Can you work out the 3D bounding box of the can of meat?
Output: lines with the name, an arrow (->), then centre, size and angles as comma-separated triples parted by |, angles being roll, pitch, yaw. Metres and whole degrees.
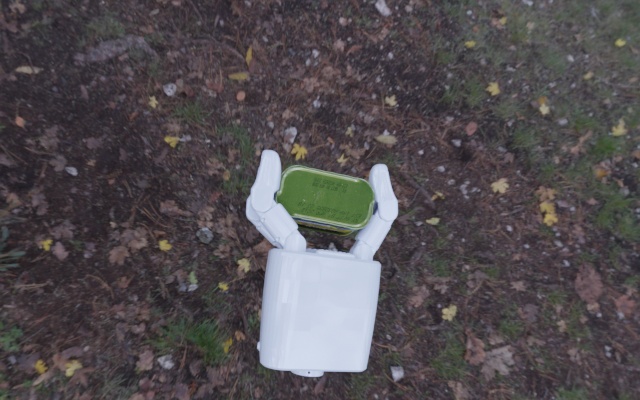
can of meat -> 0.000, 0.002, 0.499 | 0.102, 0.057, 0.084 | 11, -7, -7
